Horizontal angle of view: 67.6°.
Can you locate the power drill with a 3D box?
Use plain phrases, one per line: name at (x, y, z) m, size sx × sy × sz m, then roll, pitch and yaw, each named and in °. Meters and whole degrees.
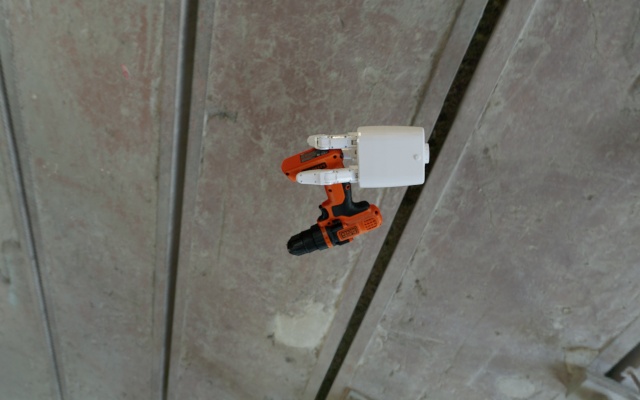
power drill at (0.000, 0.002, 0.845) m, size 0.184 × 0.188 × 0.057 m, roll -22°, pitch 31°, yaw 3°
